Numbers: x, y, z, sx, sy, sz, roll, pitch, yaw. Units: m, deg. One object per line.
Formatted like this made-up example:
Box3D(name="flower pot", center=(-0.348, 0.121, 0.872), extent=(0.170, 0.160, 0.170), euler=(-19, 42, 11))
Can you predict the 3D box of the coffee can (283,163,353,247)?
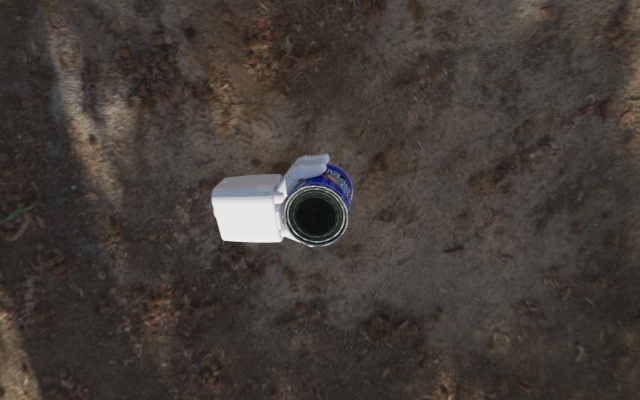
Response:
Box3D(name="coffee can", center=(0.000, 0.003, 0.808), extent=(0.103, 0.103, 0.140), euler=(0, 19, 7))
